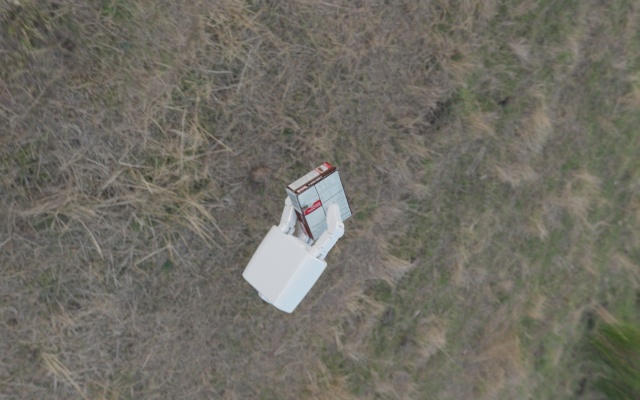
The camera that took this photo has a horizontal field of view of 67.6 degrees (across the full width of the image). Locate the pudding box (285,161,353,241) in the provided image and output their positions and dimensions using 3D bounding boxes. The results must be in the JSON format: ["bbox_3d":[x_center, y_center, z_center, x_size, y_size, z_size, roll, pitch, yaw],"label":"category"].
[{"bbox_3d":[0.000,0.003,0.835,0.090,0.114,0.039,-34,41,-17],"label":"pudding box"}]
